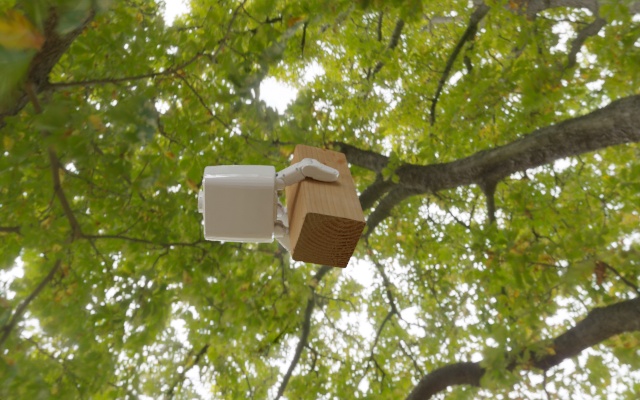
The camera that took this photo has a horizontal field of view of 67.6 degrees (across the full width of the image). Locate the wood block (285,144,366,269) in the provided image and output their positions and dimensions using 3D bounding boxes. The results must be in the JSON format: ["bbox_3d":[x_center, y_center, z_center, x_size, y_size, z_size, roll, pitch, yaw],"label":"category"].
[{"bbox_3d":[0.000,0.002,0.765,0.090,0.091,0.206,11,32,-14],"label":"wood block"}]
